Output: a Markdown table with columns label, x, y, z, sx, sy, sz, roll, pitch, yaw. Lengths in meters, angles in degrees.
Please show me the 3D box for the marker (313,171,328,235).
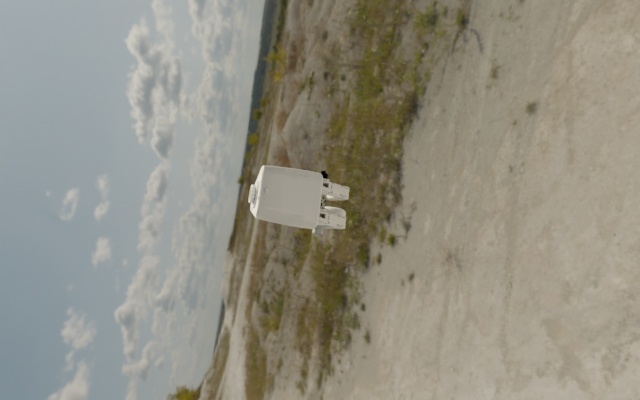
| label | x | y | z | sx | sy | sz | roll | pitch | yaw |
| --- | --- | --- | --- | --- | --- | --- | --- | --- | --- |
| marker | 0.000 | 0.003 | 0.894 | 0.020 | 0.121 | 0.020 | 5 | -13 | 1 |
